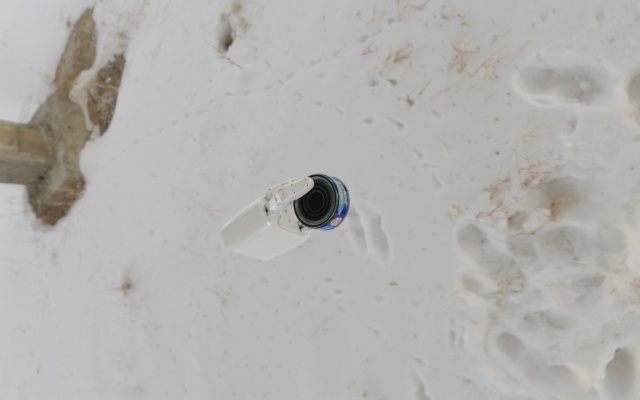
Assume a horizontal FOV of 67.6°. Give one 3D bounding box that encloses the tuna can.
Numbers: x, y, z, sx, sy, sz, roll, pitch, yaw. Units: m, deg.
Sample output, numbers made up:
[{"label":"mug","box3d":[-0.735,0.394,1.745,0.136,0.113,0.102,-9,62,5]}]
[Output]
[{"label":"tuna can","box3d":[0.000,0.002,0.728,0.086,0.086,0.034,0,-7,35]}]
